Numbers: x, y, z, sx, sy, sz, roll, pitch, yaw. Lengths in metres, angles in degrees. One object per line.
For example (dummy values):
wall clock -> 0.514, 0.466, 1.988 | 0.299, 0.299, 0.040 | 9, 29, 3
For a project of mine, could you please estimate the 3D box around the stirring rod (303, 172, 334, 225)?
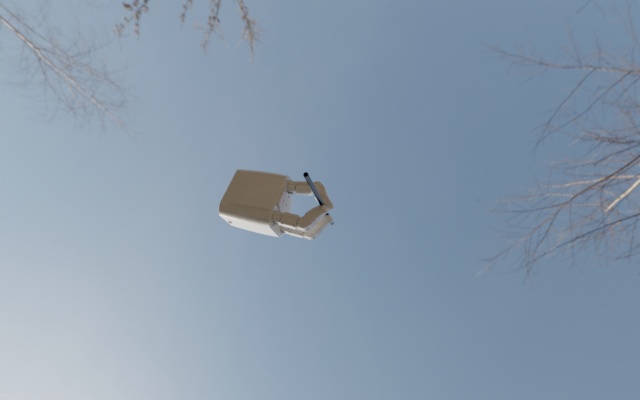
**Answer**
stirring rod -> 0.000, 0.003, 0.829 | 0.011, 0.011, 0.240 | 0, -20, 11
